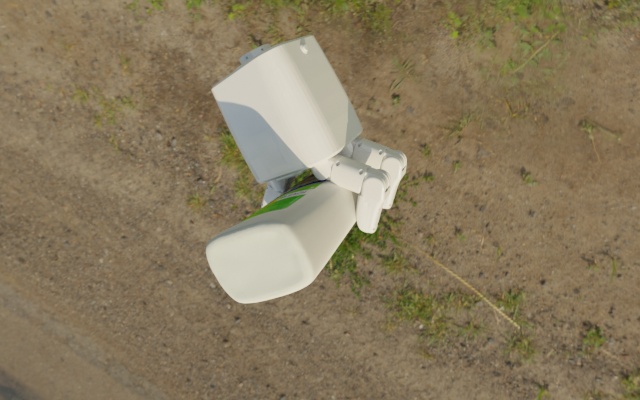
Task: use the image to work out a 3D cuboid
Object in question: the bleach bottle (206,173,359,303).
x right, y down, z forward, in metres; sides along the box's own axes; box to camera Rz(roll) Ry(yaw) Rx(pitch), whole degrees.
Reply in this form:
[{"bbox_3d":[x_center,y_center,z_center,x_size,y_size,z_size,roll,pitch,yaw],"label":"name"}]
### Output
[{"bbox_3d":[0.000,0.002,0.483,0.102,0.068,0.250,-20,14,32],"label":"bleach bottle"}]
